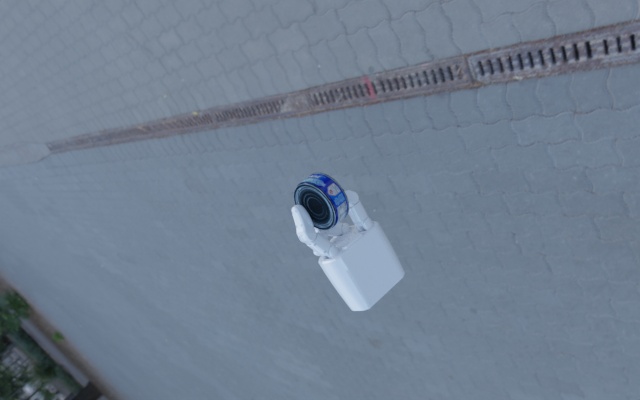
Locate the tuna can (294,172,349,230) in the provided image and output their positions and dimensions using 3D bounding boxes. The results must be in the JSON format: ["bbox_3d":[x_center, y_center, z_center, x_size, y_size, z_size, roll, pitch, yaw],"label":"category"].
[{"bbox_3d":[0.000,0.003,0.732,0.086,0.086,0.033,0,30,46],"label":"tuna can"}]
